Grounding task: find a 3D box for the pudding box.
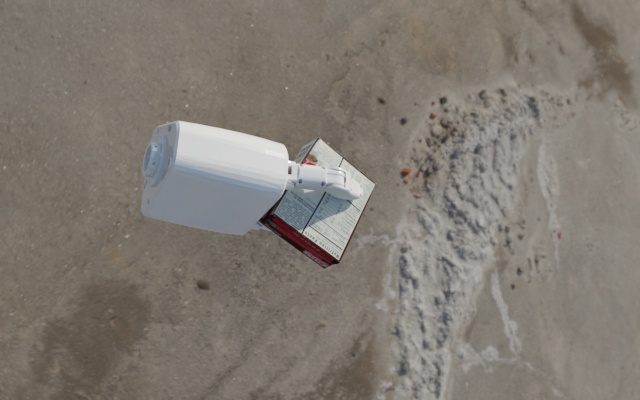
[{"bbox_3d":[0.000,0.002,0.511,0.090,0.113,0.039,38,-30,-16],"label":"pudding box"}]
